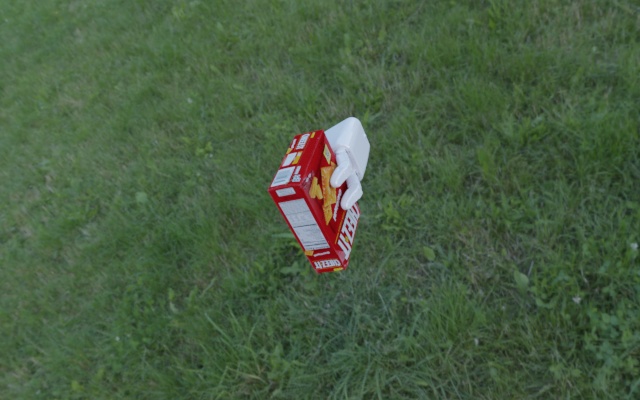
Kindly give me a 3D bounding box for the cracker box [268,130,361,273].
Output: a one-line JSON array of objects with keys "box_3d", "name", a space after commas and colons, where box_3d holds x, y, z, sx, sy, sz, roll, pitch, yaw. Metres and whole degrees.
[{"box_3d": [0.000, 0.003, 0.891, 0.072, 0.214, 0.164, -9, 38, 26], "name": "cracker box"}]
